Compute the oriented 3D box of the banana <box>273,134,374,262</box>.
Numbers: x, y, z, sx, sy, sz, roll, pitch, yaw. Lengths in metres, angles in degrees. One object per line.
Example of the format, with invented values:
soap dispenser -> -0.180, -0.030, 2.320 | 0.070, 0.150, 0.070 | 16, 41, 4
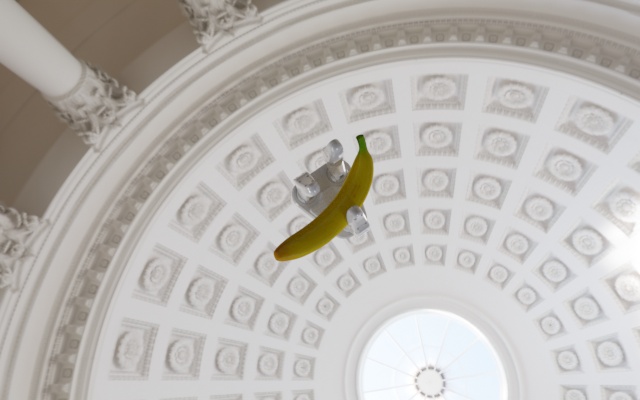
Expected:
banana -> 0.016, 0.009, 0.638 | 0.070, 0.198, 0.037 | 36, -4, -23
